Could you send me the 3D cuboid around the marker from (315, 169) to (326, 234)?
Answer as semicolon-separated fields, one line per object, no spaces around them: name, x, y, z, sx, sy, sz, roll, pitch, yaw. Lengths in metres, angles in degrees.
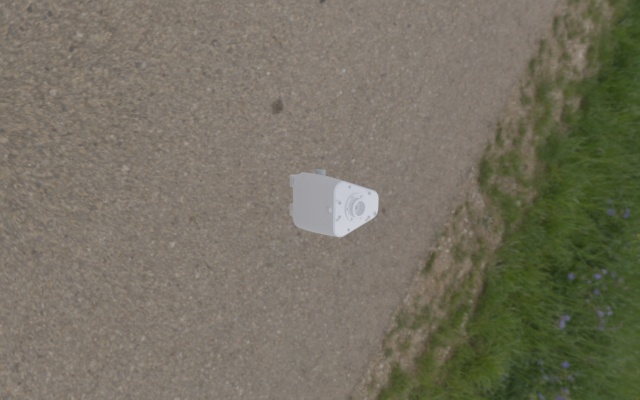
marker;0.000;0.003;0.887;0.020;0.121;0.020;0;11;0
